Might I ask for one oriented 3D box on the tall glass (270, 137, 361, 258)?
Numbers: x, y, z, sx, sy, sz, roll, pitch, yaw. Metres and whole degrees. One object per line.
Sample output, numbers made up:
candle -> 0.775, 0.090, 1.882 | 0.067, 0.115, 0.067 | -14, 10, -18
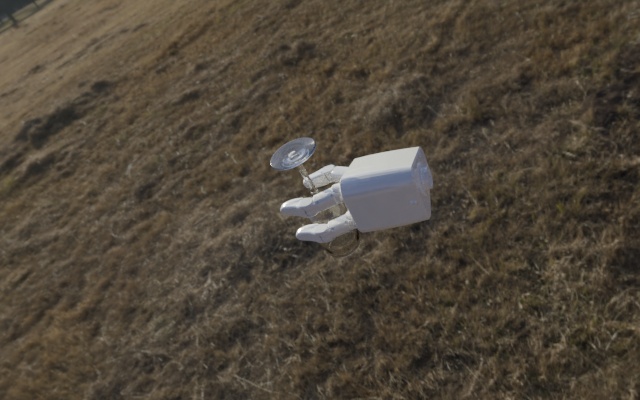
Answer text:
tall glass -> 0.000, 0.002, 0.751 | 0.079, 0.201, 0.079 | -19, 36, 14
